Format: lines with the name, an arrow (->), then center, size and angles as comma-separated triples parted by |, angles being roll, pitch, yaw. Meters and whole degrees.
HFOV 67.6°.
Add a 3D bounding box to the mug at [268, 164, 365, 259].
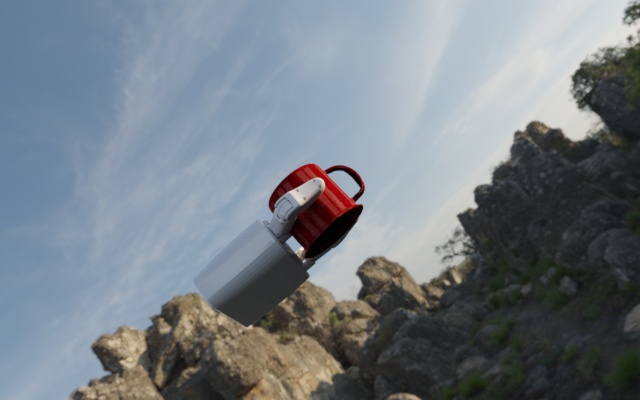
mug -> 0.001, 0.001, 0.581 | 0.117, 0.081, 0.093 | -41, -16, -7
